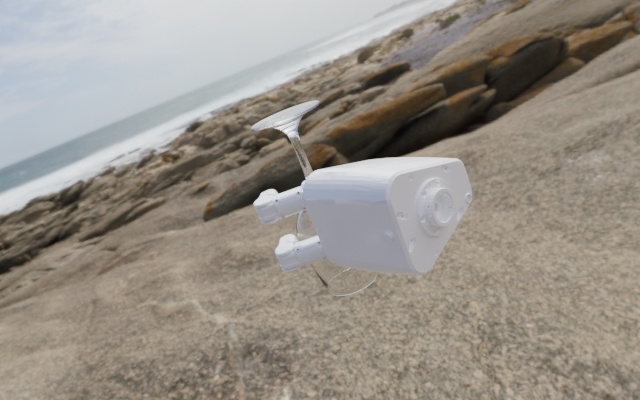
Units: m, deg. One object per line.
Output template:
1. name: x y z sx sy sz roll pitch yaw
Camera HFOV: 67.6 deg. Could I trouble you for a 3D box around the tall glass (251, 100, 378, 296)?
1. tall glass: 0.000 0.001 0.509 0.079 0.201 0.079 -20 18 7
